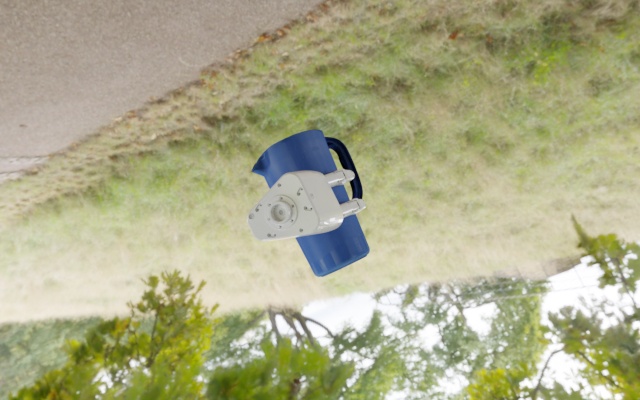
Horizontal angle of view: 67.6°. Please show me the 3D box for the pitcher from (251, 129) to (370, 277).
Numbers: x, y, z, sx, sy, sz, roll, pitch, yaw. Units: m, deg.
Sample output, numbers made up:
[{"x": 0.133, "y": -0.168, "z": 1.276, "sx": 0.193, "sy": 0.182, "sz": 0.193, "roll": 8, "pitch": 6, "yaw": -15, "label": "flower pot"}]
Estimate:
[{"x": 0.000, "y": 0.003, "z": 0.853, "sx": 0.149, "sy": 0.243, "sz": 0.145, "roll": -27, "pitch": -7, "yaw": 16, "label": "pitcher"}]
